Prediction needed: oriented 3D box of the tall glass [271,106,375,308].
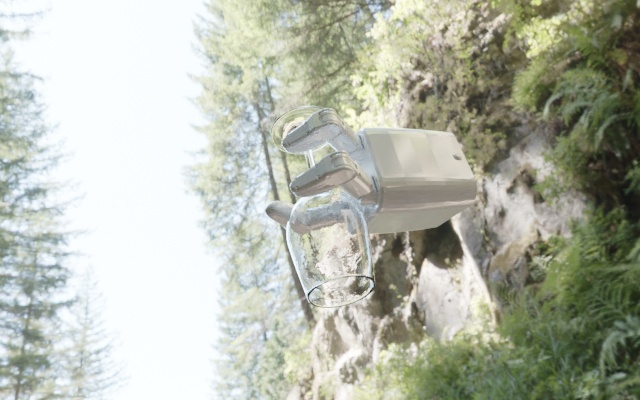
[{"bbox_3d":[0.000,0.001,0.476,0.079,0.201,0.079,-9,-35,-6],"label":"tall glass"}]
